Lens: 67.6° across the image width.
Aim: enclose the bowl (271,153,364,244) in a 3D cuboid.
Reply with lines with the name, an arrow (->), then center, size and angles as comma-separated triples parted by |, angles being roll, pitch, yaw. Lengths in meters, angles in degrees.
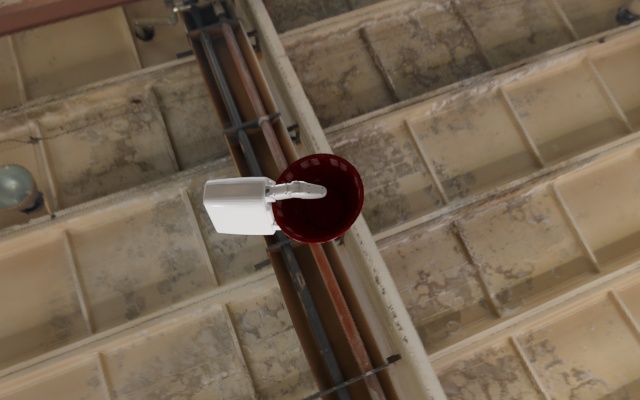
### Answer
bowl -> 0.001, 0.003, 0.819 | 0.162, 0.162, 0.055 | 0, -20, 16
